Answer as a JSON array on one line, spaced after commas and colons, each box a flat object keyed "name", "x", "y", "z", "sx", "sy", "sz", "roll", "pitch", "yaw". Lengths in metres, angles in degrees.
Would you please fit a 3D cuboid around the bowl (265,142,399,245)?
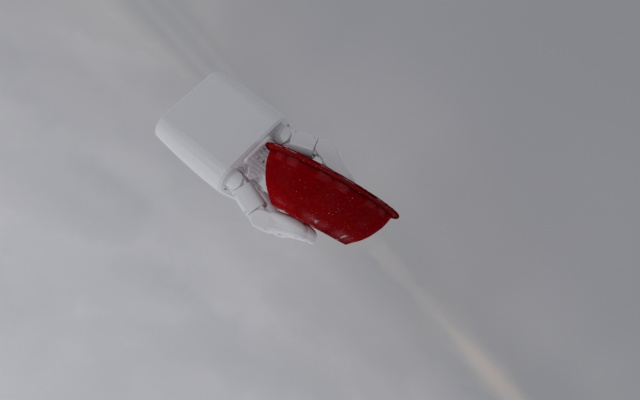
[{"name": "bowl", "x": 0.001, "y": 0.003, "z": 0.506, "sx": 0.162, "sy": 0.055, "sz": 0.162, "roll": 29, "pitch": -3, "yaw": 2}]
